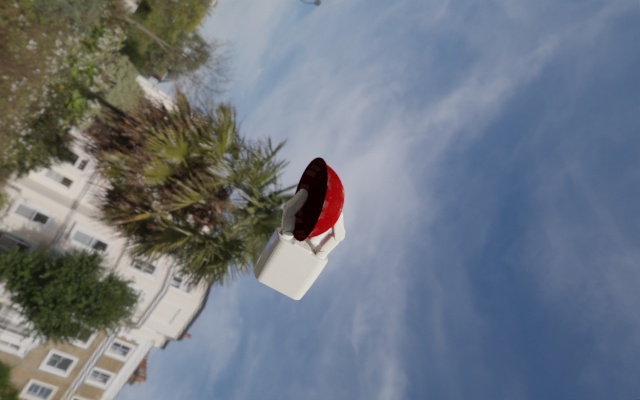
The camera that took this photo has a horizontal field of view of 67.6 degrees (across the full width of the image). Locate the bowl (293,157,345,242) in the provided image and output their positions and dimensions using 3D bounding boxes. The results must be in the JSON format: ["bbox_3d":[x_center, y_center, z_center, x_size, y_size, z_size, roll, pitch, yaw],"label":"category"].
[{"bbox_3d":[0.001,0.002,0.896,0.055,0.162,0.162,14,-5,-22],"label":"bowl"}]
